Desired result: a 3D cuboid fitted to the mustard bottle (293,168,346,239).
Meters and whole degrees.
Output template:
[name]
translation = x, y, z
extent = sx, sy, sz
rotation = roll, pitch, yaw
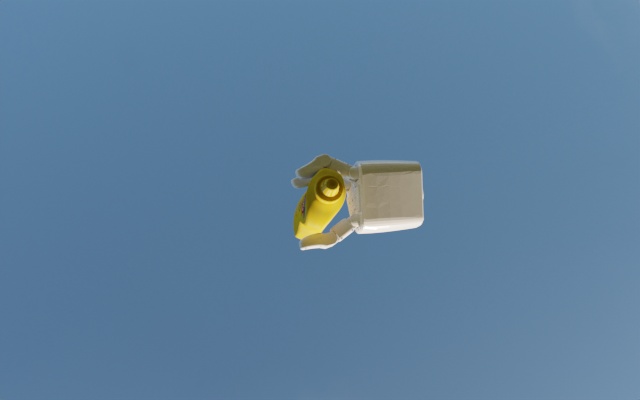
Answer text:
[mustard bottle]
translation = 0.000, 0.002, 0.746
extent = 0.058, 0.096, 0.192
rotation = 21, -18, -5
